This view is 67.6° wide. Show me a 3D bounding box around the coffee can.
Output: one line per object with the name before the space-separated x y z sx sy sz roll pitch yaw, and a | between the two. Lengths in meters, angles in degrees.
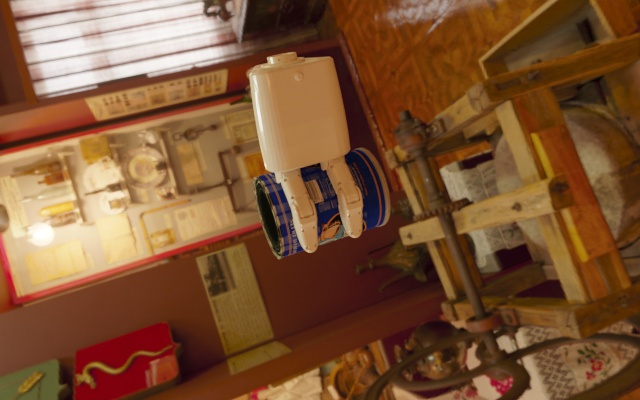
coffee can | 0.000 0.002 0.586 0.140 0.103 0.103 -17 5 -16
